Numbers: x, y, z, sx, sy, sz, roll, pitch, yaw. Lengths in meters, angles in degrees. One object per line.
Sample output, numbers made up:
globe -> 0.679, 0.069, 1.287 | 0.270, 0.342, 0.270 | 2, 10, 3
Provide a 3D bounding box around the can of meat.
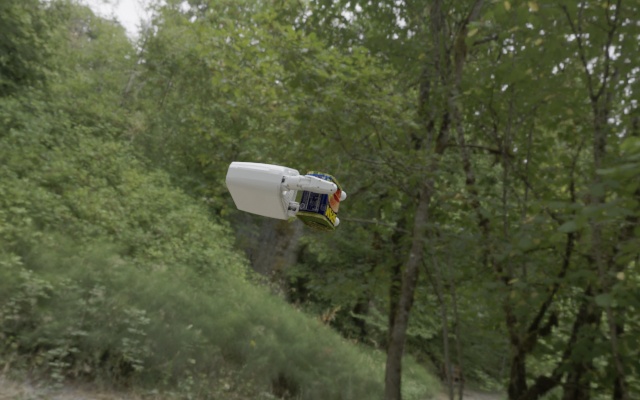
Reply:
can of meat -> 0.000, 0.003, 0.879 | 0.057, 0.084, 0.102 | 8, -16, 18
